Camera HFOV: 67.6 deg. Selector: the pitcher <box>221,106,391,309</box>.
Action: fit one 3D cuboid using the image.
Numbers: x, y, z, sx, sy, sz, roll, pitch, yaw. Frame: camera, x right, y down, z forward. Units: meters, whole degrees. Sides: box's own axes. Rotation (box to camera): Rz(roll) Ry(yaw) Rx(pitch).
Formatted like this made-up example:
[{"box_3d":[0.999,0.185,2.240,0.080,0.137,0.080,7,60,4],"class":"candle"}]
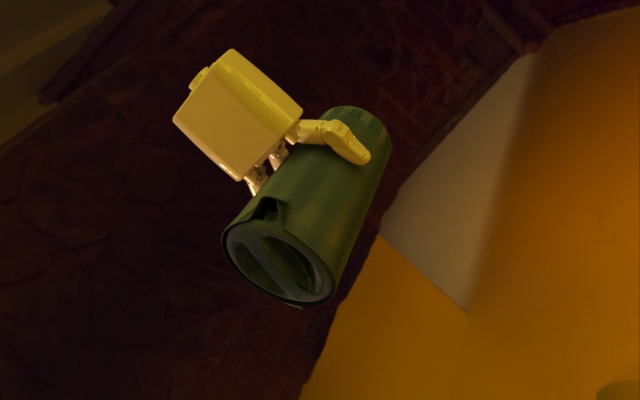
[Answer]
[{"box_3d":[0.000,0.002,0.576,0.145,0.242,0.149,41,-40,-11],"class":"pitcher"}]
